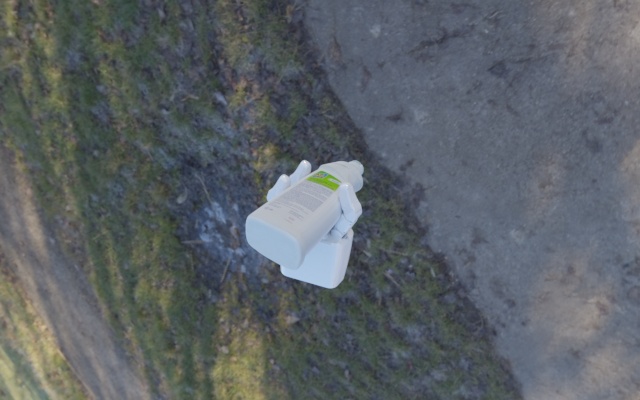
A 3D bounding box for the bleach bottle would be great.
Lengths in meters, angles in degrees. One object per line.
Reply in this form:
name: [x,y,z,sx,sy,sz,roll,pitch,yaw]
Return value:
bleach bottle: [0.000,0.002,0.746,0.102,0.068,0.250,26,41,24]
